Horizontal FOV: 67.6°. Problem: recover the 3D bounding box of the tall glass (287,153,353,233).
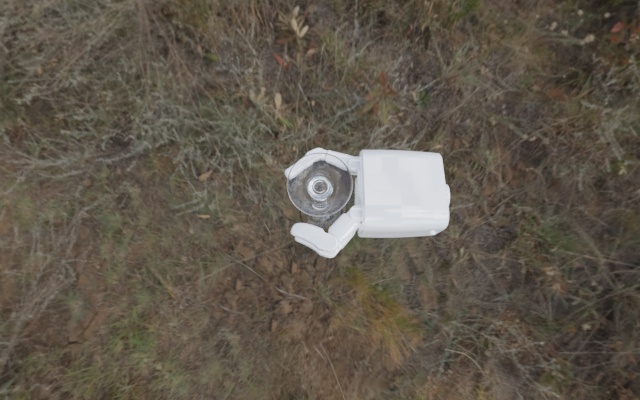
[{"bbox_3d":[0.000,0.002,0.632,0.079,0.079,0.201,0,-12,0],"label":"tall glass"}]
